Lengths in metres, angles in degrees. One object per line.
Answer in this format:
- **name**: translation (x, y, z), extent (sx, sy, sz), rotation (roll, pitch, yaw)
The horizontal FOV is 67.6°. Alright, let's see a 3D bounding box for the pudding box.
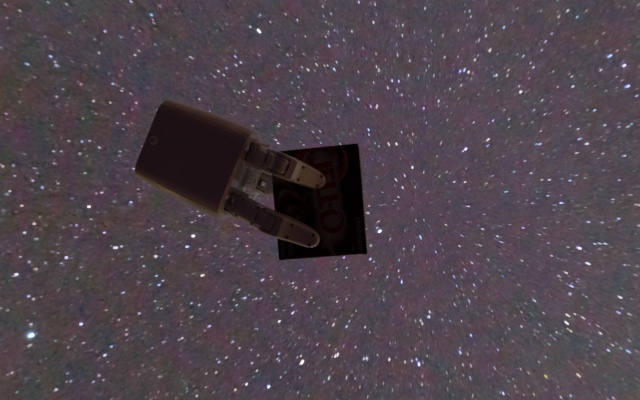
- **pudding box**: translation (0.000, 0.002, 0.490), extent (0.090, 0.113, 0.039), rotation (-5, 0, 9)
